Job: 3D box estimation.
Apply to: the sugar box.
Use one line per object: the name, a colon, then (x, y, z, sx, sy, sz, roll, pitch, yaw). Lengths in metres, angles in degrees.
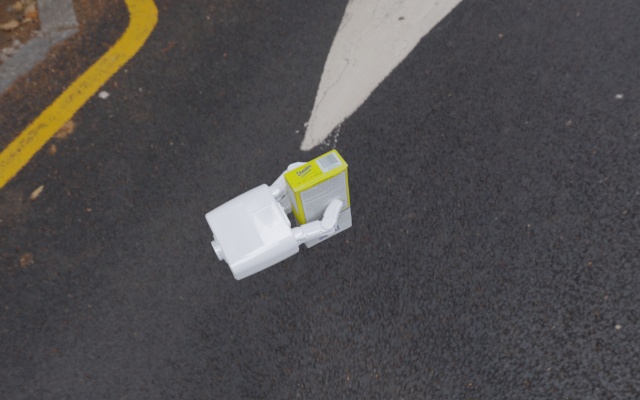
sugar box: (0.000, 0.002, 0.785, 0.093, 0.048, 0.176, -26, -30, -12)
